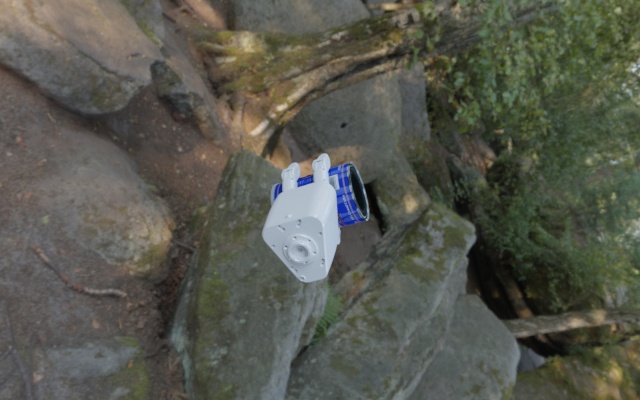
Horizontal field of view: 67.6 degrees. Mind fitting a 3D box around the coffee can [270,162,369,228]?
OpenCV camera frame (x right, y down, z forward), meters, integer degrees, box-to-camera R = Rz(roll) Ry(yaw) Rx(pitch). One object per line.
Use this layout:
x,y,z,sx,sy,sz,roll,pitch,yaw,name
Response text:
0.000,0.003,0.810,0.140,0.103,0.103,-16,-5,16,coffee can
